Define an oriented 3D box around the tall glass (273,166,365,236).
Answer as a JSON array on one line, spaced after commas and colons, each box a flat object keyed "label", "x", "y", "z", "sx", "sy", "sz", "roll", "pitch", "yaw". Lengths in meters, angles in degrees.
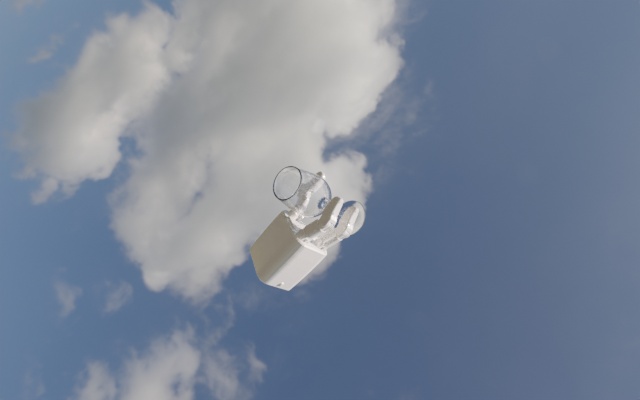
[{"label": "tall glass", "x": 0.001, "y": 0.003, "z": 0.873, "sx": 0.079, "sy": 0.079, "sz": 0.201, "roll": 0, "pitch": -19, "yaw": 37}]
